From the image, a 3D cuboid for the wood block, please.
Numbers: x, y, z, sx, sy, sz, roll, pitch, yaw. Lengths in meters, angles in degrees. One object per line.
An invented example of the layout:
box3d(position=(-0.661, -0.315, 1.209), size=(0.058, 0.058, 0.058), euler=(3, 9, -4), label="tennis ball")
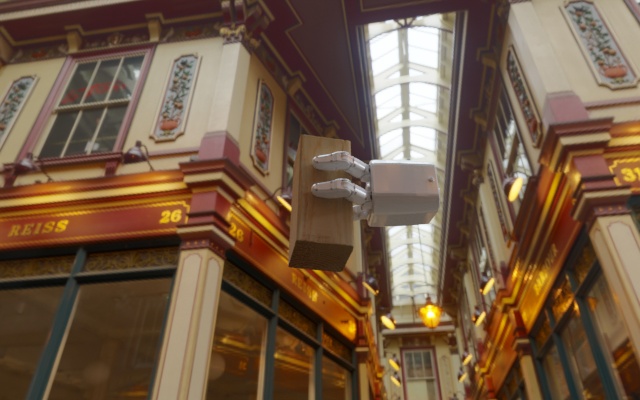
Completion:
box3d(position=(0.000, 0.003, 0.785), size=(0.090, 0.206, 0.091), euler=(6, -36, -8), label="wood block")
